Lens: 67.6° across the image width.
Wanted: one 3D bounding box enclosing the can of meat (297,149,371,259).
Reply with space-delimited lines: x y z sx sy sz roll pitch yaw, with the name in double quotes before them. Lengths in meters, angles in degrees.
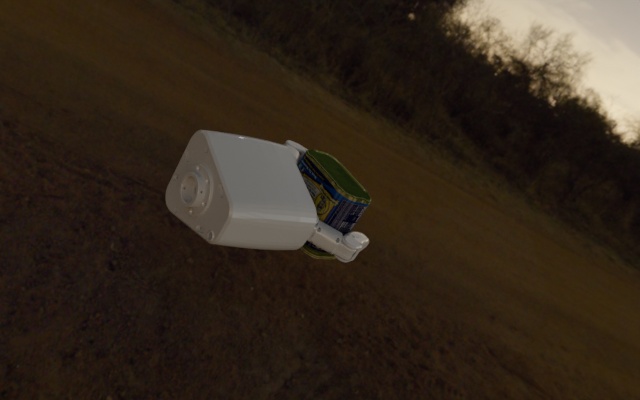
"can of meat" 0.000 0.002 0.545 0.057 0.084 0.102 9 31 -45
